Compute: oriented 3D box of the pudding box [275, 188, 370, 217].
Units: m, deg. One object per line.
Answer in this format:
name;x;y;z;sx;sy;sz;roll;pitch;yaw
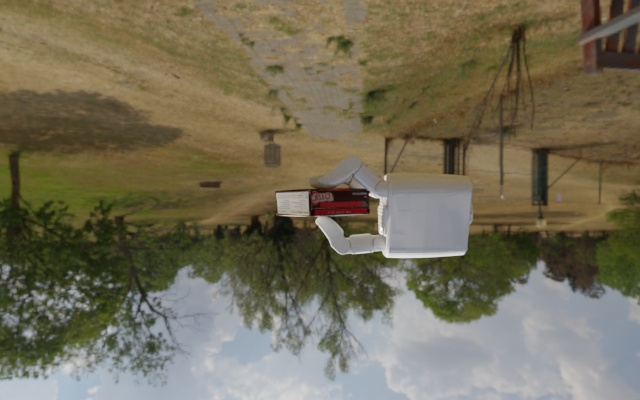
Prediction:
pudding box;0.000;0.002;0.646;0.090;0.039;0.113;0;-2;-28
